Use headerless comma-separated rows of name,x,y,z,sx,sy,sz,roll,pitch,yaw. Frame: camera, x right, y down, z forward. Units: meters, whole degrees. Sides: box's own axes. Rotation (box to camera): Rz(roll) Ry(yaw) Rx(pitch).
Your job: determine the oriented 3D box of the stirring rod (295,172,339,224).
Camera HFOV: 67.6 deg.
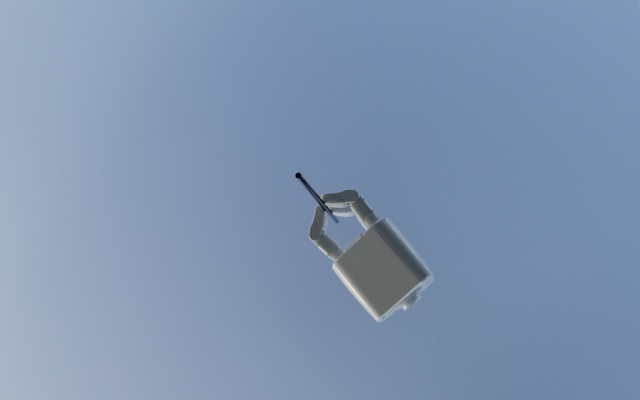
stirring rod,0.000,0.002,0.704,0.011,0.011,0.240,0,-16,14
